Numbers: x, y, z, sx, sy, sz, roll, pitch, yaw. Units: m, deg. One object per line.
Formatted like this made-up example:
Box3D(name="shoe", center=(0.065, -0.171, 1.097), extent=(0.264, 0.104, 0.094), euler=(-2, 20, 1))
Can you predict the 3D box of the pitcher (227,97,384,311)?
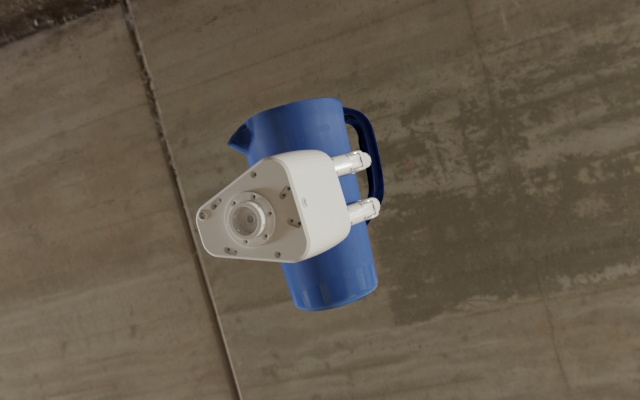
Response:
Box3D(name="pitcher", center=(0.000, 0.002, 0.593), extent=(0.149, 0.243, 0.145), euler=(-15, 1, 21))
